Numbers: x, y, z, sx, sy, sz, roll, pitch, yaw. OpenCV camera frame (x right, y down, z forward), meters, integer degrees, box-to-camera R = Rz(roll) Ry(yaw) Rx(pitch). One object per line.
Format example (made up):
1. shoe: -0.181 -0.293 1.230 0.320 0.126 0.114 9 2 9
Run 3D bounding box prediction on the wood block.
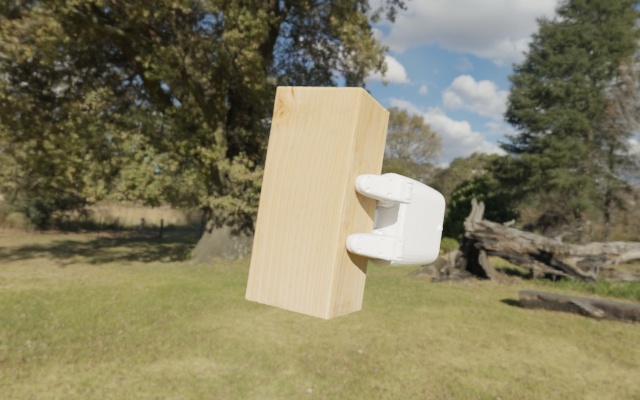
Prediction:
1. wood block: 0.000 0.001 0.474 0.091 0.206 0.090 7 -3 26
